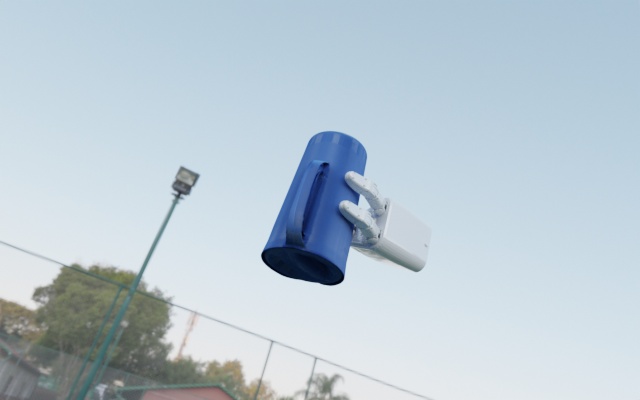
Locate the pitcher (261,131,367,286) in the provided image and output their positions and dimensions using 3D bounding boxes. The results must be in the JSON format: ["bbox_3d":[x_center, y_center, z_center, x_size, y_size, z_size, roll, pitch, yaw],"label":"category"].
[{"bbox_3d":[0.000,0.003,0.775,0.145,0.242,0.149,30,-32,-23],"label":"pitcher"}]
